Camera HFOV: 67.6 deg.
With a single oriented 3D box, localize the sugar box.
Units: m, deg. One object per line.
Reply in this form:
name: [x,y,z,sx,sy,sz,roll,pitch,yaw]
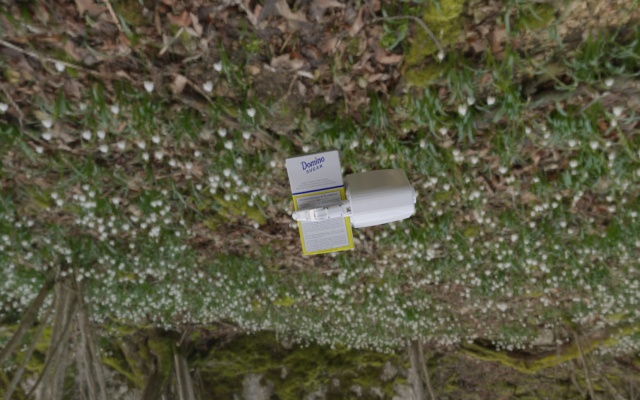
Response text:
sugar box: [0.000,0.003,0.842,0.093,0.176,0.048,-9,8,3]
